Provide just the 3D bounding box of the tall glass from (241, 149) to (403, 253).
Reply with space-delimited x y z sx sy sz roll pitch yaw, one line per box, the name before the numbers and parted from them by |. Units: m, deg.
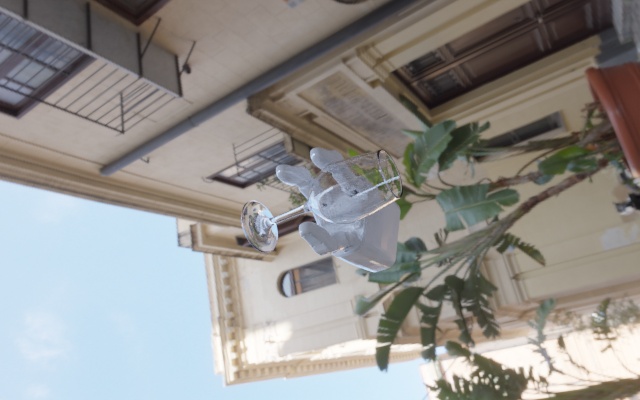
tall glass | -0.001 0.002 0.600 0.201 0.079 0.079 -22 -11 27
